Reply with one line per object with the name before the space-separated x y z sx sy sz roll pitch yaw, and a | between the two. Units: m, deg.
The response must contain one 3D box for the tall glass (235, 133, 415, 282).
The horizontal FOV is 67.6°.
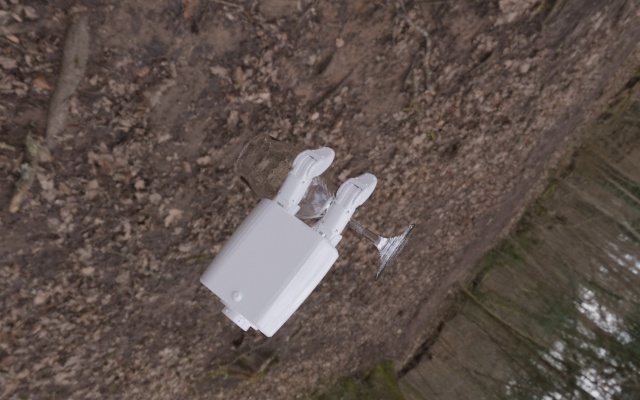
tall glass | 0.001 0.002 0.532 0.201 0.079 0.079 35 10 16
